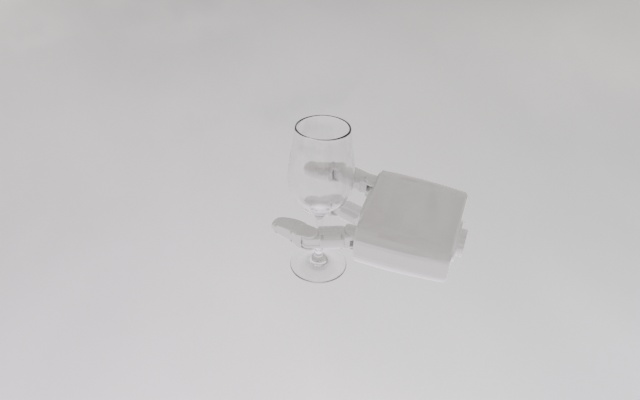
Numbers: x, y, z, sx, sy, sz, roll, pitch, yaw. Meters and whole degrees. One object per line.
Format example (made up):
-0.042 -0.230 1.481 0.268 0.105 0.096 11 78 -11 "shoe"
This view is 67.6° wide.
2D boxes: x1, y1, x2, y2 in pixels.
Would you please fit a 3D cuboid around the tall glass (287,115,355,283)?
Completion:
0.000 0.002 0.573 0.079 0.201 0.079 1 35 -1 "tall glass"
